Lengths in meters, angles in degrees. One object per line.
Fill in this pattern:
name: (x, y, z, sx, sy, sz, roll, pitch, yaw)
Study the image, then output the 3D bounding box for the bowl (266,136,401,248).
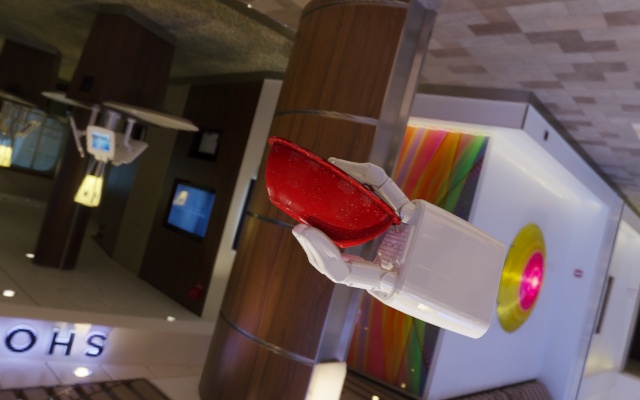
bowl: (-0.001, 0.001, 0.492, 0.162, 0.055, 0.162, 33, -6, 4)
